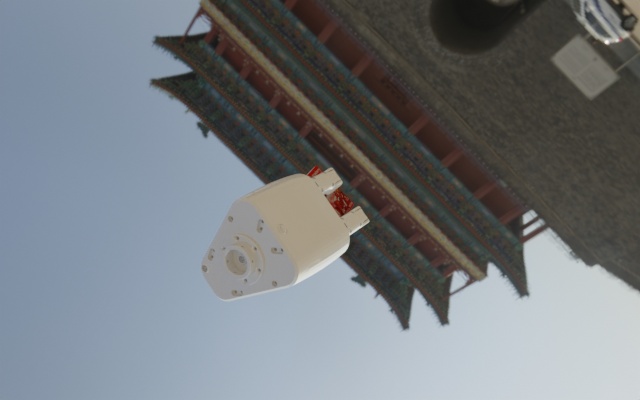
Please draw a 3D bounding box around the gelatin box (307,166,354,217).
[{"bbox_3d":[0.000,0.002,0.602,0.030,0.073,0.089,-43,4,26],"label":"gelatin box"}]
